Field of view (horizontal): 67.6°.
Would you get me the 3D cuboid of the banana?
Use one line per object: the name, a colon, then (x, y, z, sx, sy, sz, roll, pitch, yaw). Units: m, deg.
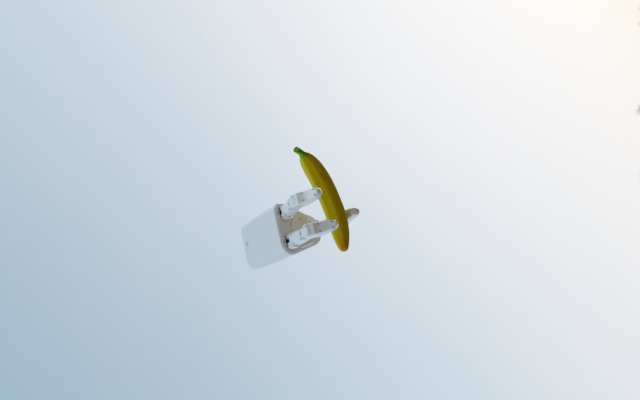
banana: (0.007, -0.005, 0.840, 0.037, 0.198, 0.069, -26, 3, 32)
